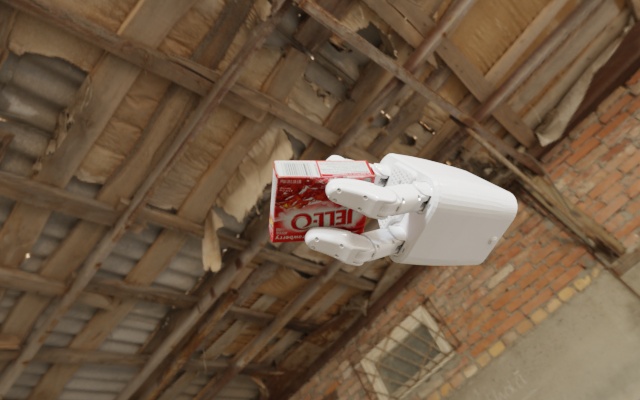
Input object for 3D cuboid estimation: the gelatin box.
[{"bbox_3d":[0.000,0.001,0.434,0.089,0.073,0.030,-1,37,-13],"label":"gelatin box"}]
